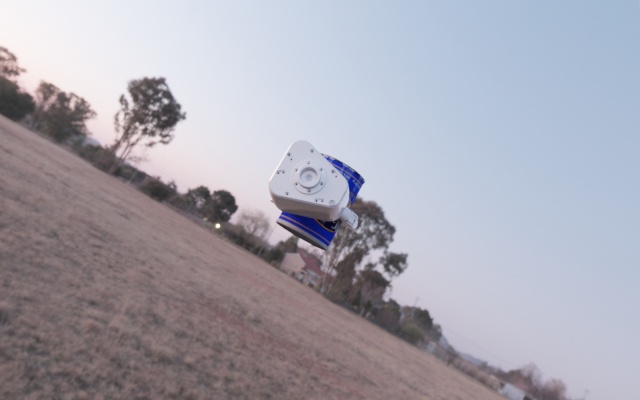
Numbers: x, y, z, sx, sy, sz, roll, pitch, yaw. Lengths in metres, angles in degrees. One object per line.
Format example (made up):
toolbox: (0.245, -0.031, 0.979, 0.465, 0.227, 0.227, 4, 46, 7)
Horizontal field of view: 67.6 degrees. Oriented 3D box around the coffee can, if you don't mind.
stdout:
coffee can: (0.000, 0.003, 0.838, 0.103, 0.140, 0.103, 29, -9, 5)
